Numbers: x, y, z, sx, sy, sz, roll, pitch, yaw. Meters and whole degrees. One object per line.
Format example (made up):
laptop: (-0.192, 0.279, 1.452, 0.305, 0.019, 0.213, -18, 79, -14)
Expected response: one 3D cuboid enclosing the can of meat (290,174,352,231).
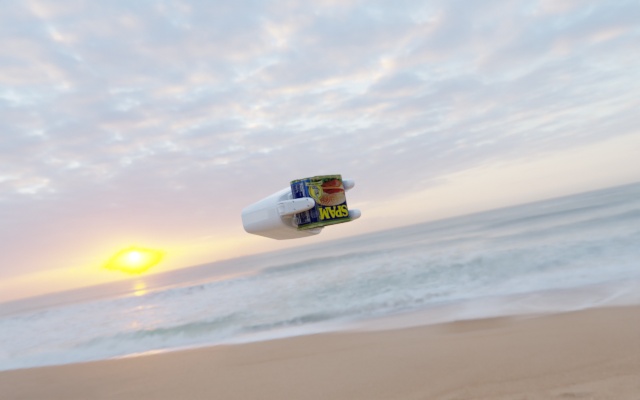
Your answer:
can of meat: (0.000, 0.002, 0.813, 0.102, 0.084, 0.057, -6, -7, -45)
